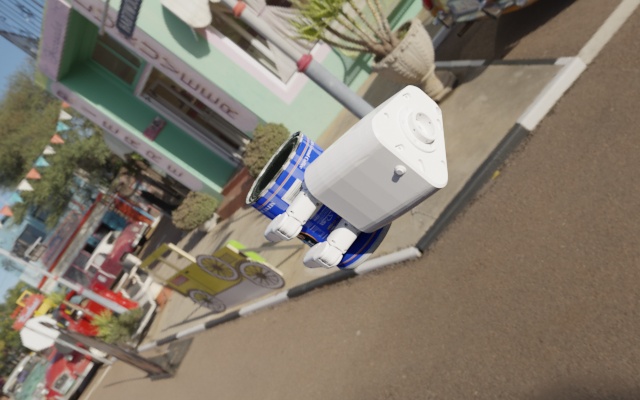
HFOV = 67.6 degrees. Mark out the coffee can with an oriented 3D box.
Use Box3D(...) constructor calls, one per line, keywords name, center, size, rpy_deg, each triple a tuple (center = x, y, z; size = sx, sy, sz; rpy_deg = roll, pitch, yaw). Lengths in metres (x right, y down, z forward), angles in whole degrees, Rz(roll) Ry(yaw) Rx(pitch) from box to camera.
Box3D(name="coffee can", center=(0.000, 0.002, 0.557), size=(0.140, 0.103, 0.103), rpy_deg=(36, -12, -16))
